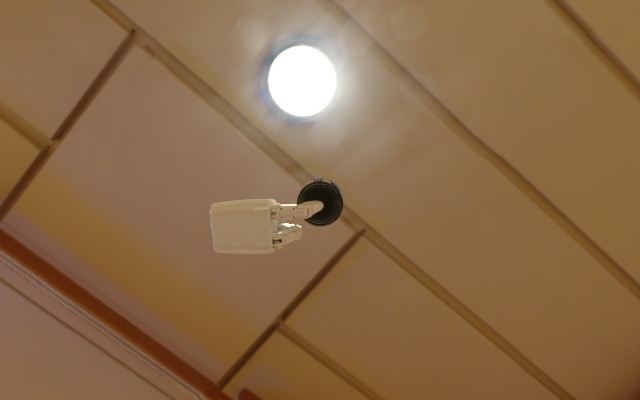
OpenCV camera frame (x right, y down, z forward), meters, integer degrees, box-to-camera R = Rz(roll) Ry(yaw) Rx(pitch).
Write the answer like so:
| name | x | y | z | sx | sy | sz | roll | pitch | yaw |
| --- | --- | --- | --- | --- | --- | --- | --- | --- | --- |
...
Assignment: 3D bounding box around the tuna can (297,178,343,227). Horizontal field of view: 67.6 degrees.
| name | x | y | z | sx | sy | sz | roll | pitch | yaw |
| --- | --- | --- | --- | --- | --- | --- | --- | --- | --- |
| tuna can | 0.000 | 0.003 | 0.887 | 0.086 | 0.086 | 0.033 | 0 | 14 | 4 |
